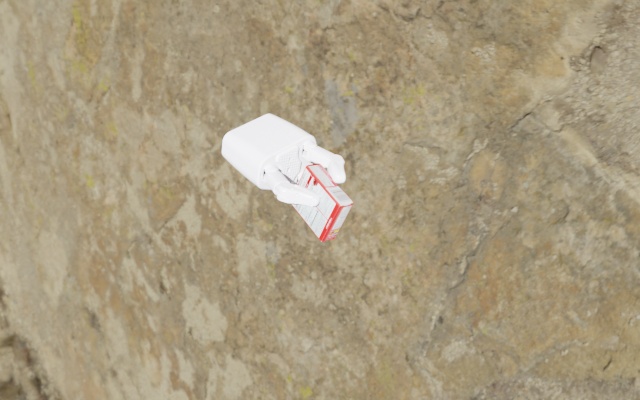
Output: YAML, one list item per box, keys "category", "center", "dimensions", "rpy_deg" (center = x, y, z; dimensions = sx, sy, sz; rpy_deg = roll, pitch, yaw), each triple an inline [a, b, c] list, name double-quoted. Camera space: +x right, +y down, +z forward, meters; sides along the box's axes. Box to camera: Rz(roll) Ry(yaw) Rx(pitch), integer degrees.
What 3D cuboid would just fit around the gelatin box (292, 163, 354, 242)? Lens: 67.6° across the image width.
- category: "gelatin box"
  center: [0.000, 0.003, 0.684]
  dimensions: [0.030, 0.073, 0.089]
  rpy_deg: [-12, 50, -40]
